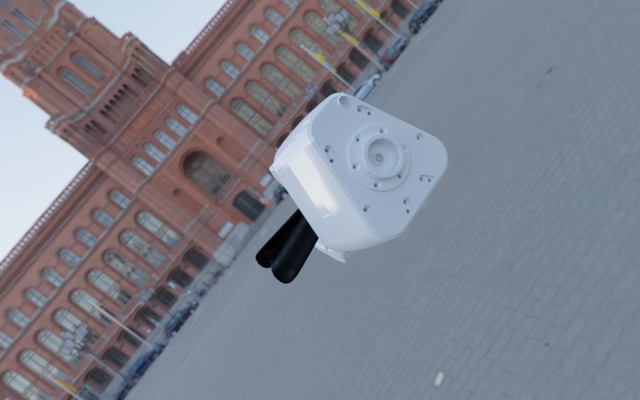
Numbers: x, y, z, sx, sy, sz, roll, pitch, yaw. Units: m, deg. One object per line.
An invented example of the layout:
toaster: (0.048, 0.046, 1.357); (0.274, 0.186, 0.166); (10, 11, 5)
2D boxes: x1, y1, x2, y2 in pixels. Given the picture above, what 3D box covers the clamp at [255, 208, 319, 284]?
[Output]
clamp: (0.000, 0.001, 0.530); (0.036, 0.210, 0.164); (40, -17, -10)
